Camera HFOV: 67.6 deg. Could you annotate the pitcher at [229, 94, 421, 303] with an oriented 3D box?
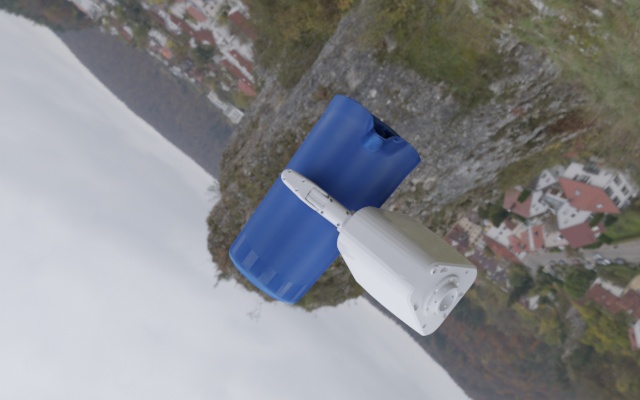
[{"bbox_3d":[0.000,0.002,0.600,0.145,0.243,0.149,38,0,40],"label":"pitcher"}]
